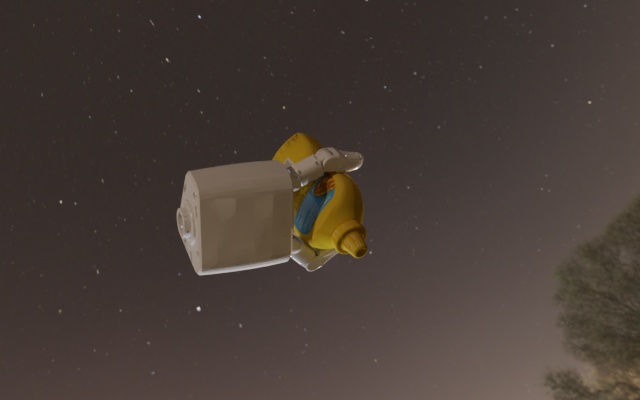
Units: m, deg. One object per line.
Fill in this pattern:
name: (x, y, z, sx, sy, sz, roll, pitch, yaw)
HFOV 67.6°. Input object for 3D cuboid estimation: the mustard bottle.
mustard bottle: (0.000, 0.002, 0.583, 0.058, 0.096, 0.191, 18, 24, -41)
